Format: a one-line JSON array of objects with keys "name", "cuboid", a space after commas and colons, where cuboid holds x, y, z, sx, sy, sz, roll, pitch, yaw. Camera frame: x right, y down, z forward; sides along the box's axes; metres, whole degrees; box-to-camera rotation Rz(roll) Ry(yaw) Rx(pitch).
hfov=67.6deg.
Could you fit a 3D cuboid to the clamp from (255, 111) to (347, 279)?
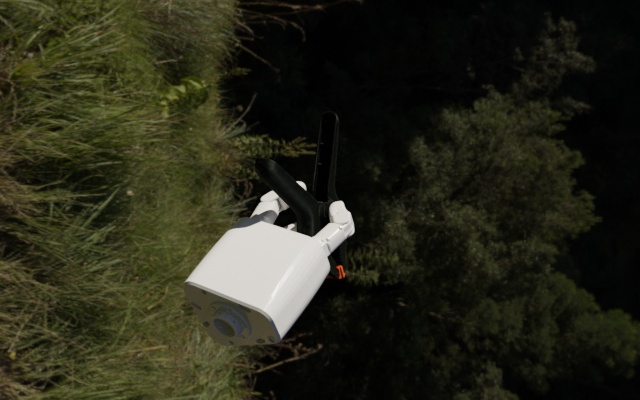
[{"name": "clamp", "cuboid": [0.001, 0.003, 0.594, 0.036, 0.210, 0.164, 3, 35, 32]}]
